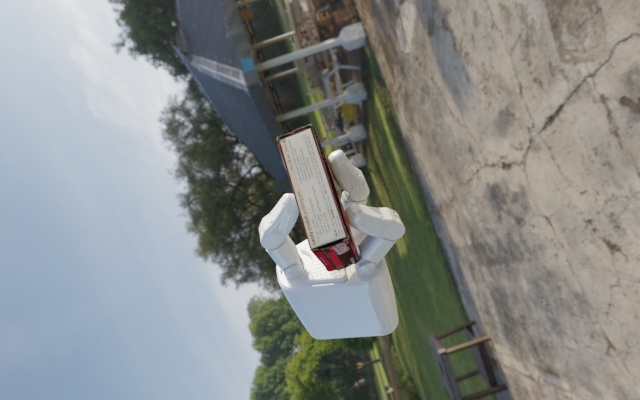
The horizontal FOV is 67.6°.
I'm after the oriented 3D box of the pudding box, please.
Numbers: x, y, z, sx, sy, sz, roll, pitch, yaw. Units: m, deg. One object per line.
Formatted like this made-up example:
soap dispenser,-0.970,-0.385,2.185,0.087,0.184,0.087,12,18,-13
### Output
pudding box,0.000,0.002,0.438,0.039,0.113,0.090,-20,-21,2
